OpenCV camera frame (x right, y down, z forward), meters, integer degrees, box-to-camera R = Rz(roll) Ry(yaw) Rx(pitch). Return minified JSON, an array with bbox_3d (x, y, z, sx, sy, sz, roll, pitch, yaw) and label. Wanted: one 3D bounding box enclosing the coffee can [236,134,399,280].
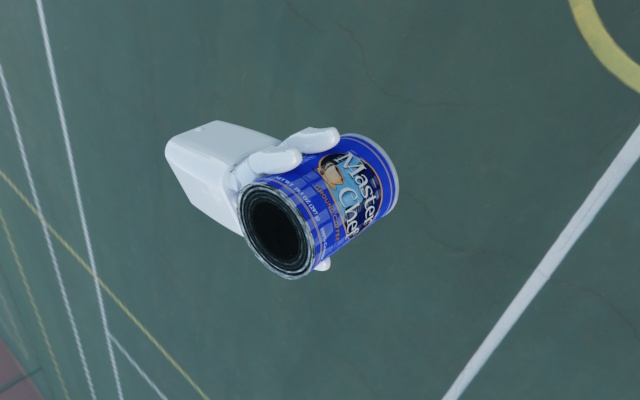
[{"bbox_3d":[0.000,0.002,0.493,0.103,0.103,0.140,0,24,45],"label":"coffee can"}]
